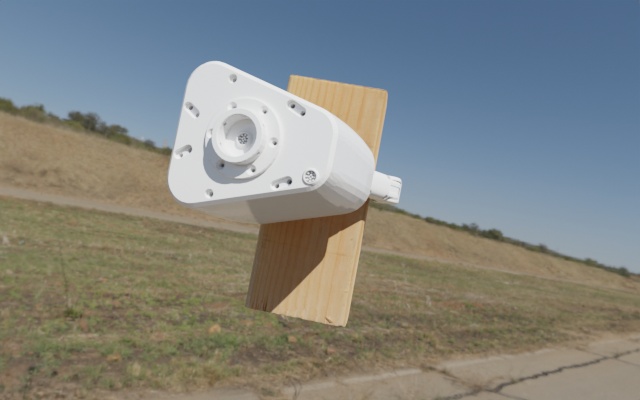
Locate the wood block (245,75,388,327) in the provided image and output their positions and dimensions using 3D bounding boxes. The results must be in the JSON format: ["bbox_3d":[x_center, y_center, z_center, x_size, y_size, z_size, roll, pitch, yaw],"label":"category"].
[{"bbox_3d":[0.000,0.001,0.451,0.091,0.206,0.090,11,-3,6],"label":"wood block"}]
